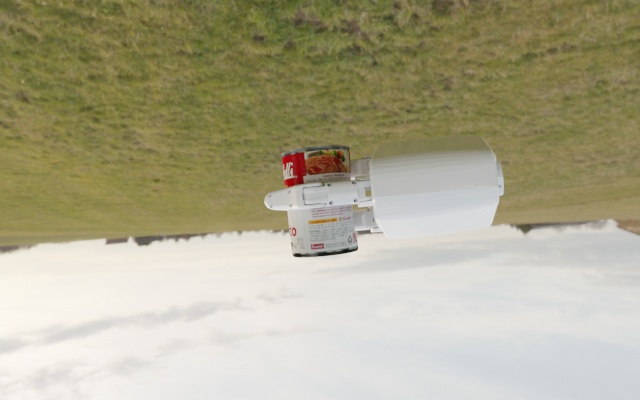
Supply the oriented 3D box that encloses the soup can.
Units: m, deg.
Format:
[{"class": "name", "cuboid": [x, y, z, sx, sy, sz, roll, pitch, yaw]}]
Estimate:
[{"class": "soup can", "cuboid": [0.000, 0.002, 0.472, 0.068, 0.102, 0.068, -6, -1, 0]}]
